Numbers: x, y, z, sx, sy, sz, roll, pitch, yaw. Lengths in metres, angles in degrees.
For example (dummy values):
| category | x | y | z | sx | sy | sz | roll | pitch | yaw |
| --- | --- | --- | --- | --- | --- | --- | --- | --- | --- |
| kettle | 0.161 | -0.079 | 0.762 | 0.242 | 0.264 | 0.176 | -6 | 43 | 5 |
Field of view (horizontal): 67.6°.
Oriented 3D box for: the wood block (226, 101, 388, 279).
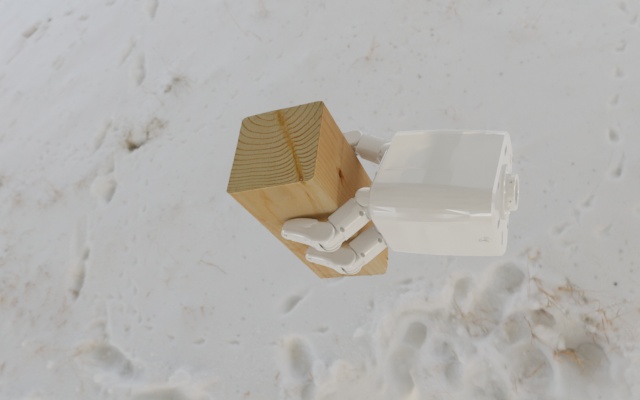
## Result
| category | x | y | z | sx | sy | sz | roll | pitch | yaw |
| --- | --- | --- | --- | --- | --- | --- | --- | --- | --- |
| wood block | 0.000 | 0.001 | 0.511 | 0.090 | 0.090 | 0.206 | -8 | -34 | 23 |
